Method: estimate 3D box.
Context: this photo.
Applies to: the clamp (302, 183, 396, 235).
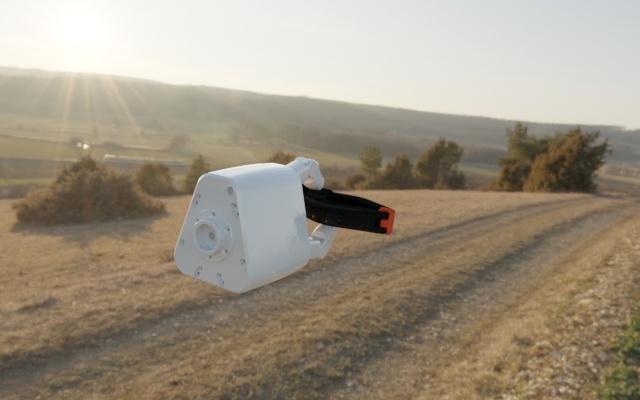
[{"bbox_3d":[0.001,0.001,0.605,0.210,0.036,0.164,12,13,26],"label":"clamp"}]
